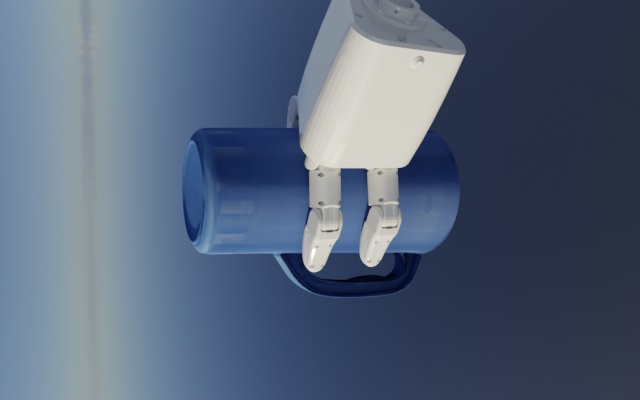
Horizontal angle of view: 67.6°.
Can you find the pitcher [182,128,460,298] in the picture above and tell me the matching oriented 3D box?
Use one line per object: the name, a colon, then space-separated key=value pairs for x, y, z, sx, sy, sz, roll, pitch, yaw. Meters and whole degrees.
pitcher: x=0.000 y=0.001 z=0.456 sx=0.243 sy=0.149 sz=0.145 roll=-1 pitch=-43 yaw=-26
